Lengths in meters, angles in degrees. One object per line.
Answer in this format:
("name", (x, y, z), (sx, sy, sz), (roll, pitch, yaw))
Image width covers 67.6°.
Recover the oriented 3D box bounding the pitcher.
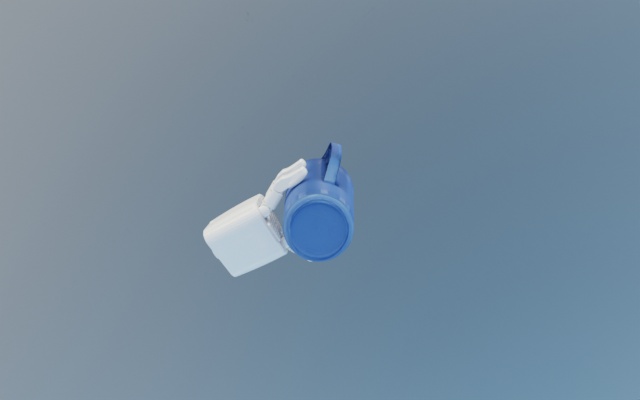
("pitcher", (0.000, 0.003, 0.820), (0.145, 0.149, 0.242), (-26, 13, 7))
